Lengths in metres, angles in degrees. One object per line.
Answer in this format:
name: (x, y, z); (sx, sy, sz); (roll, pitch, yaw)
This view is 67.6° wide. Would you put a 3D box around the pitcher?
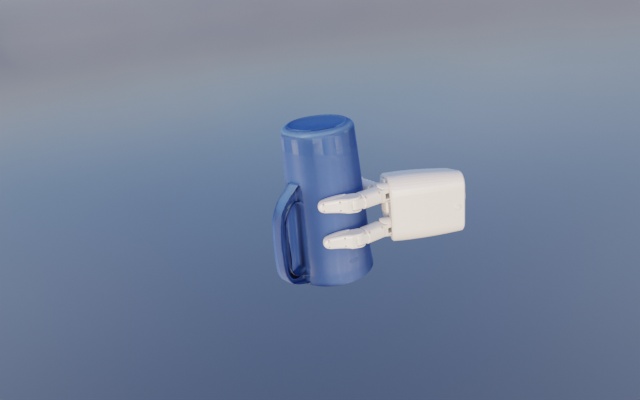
pitcher: (0.000, 0.002, 0.723); (0.145, 0.243, 0.149); (-6, 23, 3)
